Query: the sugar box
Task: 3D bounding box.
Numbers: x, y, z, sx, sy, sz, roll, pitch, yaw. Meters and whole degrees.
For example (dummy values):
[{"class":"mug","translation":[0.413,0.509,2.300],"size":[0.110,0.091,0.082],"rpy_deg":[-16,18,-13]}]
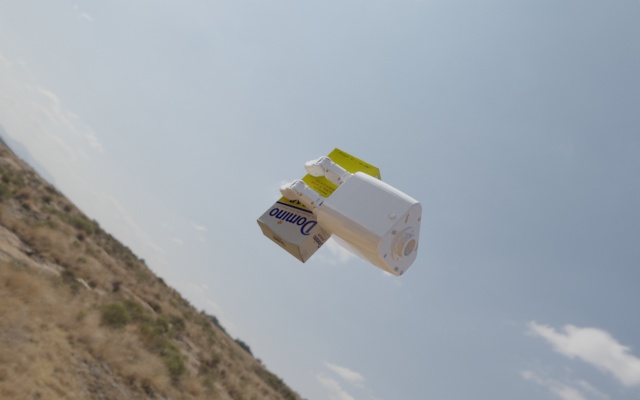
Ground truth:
[{"class":"sugar box","translation":[0.000,0.002,0.712],"size":[0.093,0.048,0.176],"rpy_deg":[30,61,36]}]
